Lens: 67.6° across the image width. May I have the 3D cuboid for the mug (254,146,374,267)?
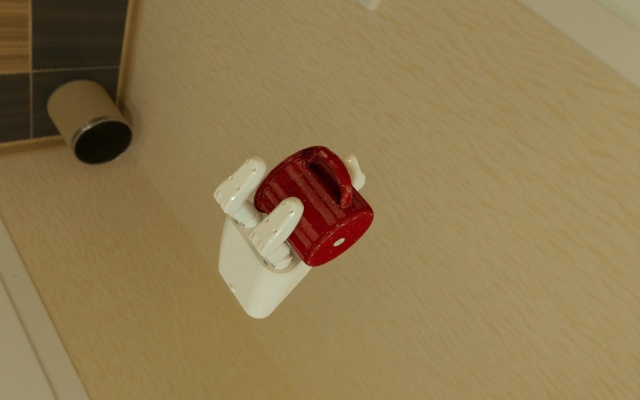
[{"bbox_3d":[0.001,0.001,0.447,0.093,0.081,0.117,-24,-26,-34],"label":"mug"}]
